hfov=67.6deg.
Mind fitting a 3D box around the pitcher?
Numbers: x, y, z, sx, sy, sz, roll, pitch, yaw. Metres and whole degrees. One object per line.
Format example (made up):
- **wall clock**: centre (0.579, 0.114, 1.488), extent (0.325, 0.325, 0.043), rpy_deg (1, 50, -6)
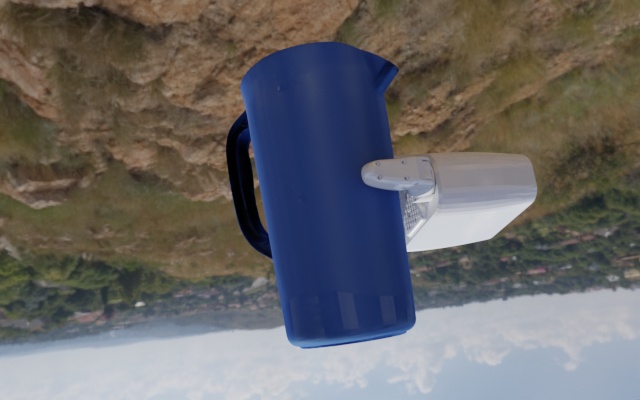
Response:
- **pitcher**: centre (0.000, 0.001, 0.426), extent (0.145, 0.242, 0.149), rpy_deg (-5, -14, -16)
